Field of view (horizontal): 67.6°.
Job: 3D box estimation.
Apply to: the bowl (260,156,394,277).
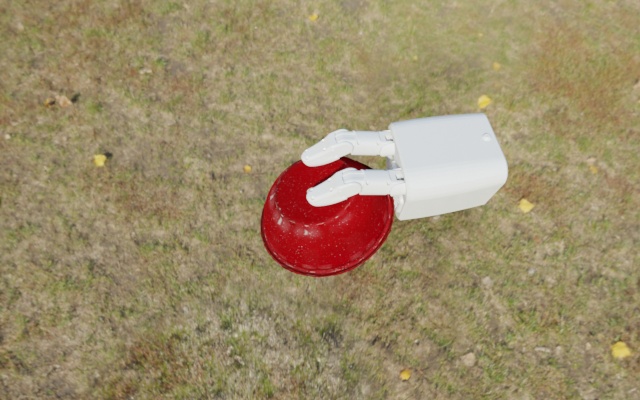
[{"bbox_3d":[-0.001,0.002,0.539,0.162,0.162,0.055,0,-32,16],"label":"bowl"}]
